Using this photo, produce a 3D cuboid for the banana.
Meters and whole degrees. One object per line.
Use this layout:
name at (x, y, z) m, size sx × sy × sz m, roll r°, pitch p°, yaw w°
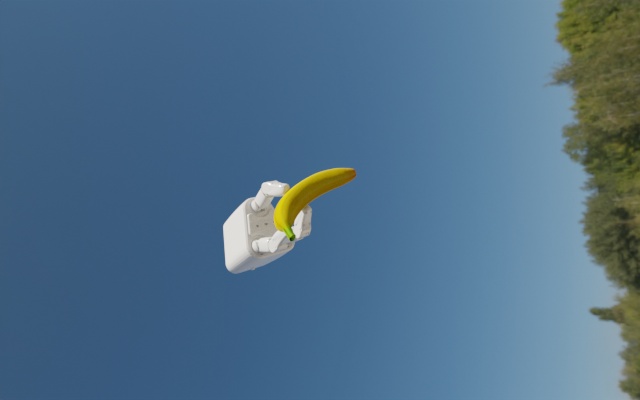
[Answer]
banana at (-0.017, -0.004, 0.771) m, size 0.069 × 0.037 × 0.197 m, roll 29°, pitch 49°, yaw 17°
